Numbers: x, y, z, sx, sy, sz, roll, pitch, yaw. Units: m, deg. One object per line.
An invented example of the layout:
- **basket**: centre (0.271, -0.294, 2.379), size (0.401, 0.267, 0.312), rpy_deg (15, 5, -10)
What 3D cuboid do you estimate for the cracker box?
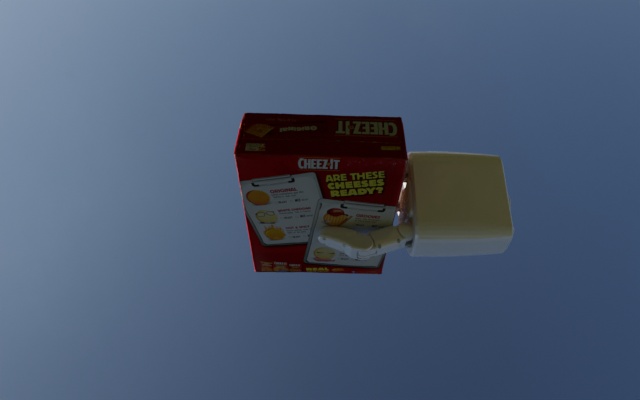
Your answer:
- **cracker box**: centre (0.000, 0.002, 0.542), size (0.164, 0.072, 0.214), rpy_deg (1, -39, 0)
